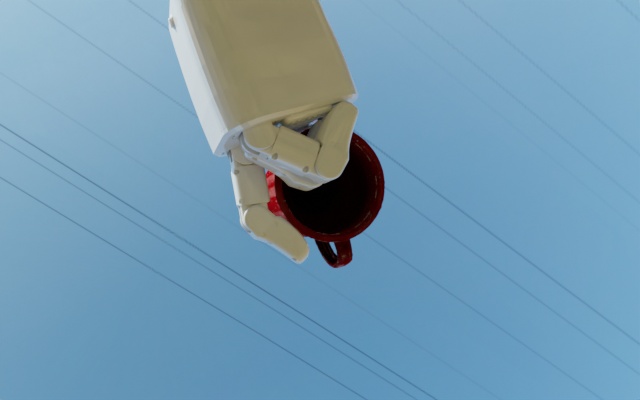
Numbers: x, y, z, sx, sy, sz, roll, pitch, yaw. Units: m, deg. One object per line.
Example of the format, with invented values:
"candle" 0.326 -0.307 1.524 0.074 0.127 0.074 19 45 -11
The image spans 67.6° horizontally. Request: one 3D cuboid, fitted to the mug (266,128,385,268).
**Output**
"mug" 0.001 0.003 0.413 0.093 0.117 0.081 -20 1 -20
